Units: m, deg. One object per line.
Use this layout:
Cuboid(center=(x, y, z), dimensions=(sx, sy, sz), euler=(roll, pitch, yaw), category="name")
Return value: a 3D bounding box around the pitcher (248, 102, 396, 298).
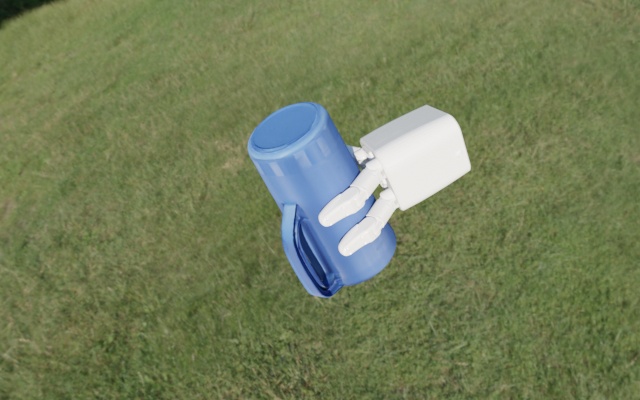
Cuboid(center=(0.000, 0.002, 0.636), dimensions=(0.145, 0.243, 0.149), euler=(-29, 37, 1), category="pitcher")
